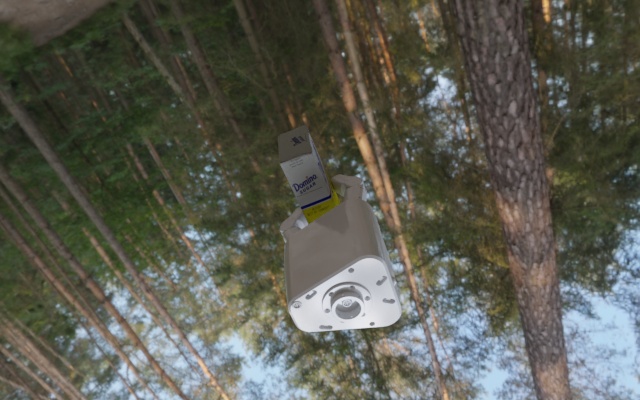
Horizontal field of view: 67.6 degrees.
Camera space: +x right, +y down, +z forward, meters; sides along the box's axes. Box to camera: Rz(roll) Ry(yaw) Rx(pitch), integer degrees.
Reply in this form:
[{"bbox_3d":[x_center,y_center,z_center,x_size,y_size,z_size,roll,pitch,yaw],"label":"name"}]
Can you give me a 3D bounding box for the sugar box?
[{"bbox_3d":[0.001,0.002,0.601,0.048,0.176,0.093,-19,28,4],"label":"sugar box"}]
